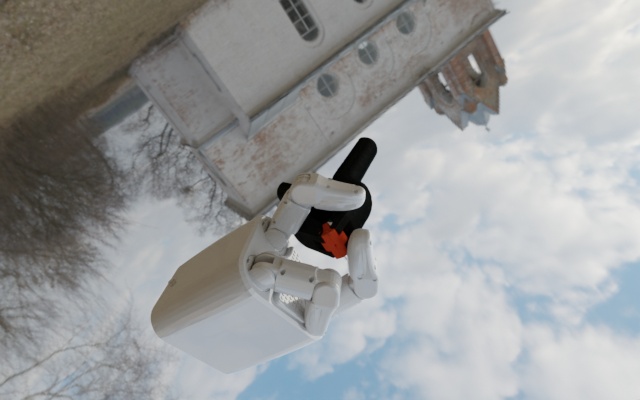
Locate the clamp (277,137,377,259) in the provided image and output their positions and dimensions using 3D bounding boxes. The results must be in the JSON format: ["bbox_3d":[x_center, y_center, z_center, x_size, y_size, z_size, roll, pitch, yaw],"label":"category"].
[{"bbox_3d":[0.001,0.002,0.462,0.120,0.039,0.171,-31,21,22],"label":"clamp"}]
